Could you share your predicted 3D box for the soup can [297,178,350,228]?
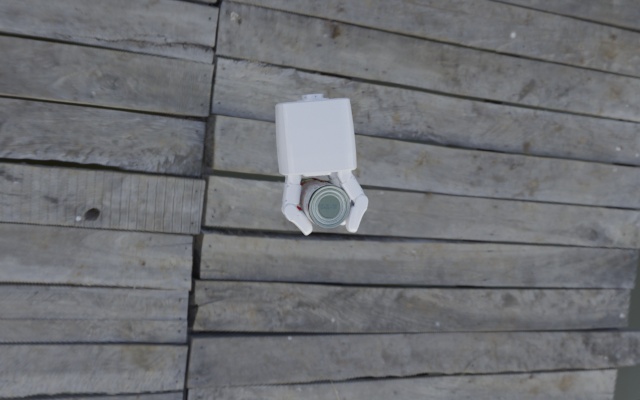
[{"bbox_3d":[0.000,0.003,0.755,0.068,0.068,0.102,0,8,-17],"label":"soup can"}]
